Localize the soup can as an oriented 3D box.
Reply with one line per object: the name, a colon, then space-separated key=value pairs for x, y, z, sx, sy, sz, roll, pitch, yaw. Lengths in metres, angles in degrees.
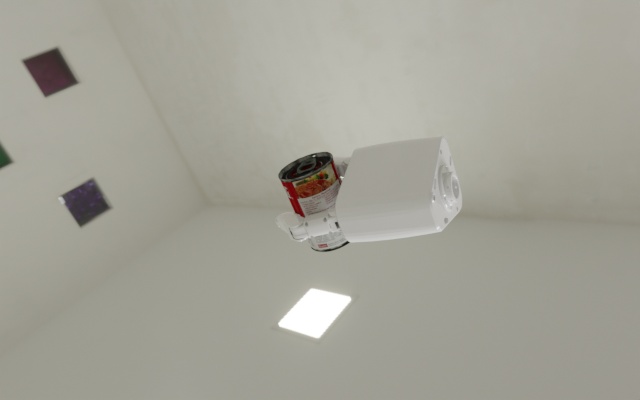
soup can: x=0.000 y=0.002 z=0.573 sx=0.068 sy=0.102 sz=0.068 roll=-19 pitch=23 yaw=9
